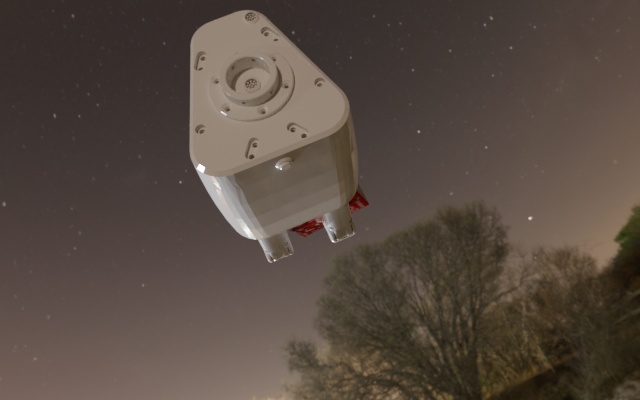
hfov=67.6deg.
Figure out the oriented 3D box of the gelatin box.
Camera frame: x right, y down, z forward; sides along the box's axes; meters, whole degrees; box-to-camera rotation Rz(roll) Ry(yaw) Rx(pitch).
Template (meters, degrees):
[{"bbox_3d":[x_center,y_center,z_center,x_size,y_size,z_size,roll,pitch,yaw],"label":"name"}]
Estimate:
[{"bbox_3d":[0.000,0.001,0.436,0.073,0.030,0.089,-28,-16,8],"label":"gelatin box"}]
